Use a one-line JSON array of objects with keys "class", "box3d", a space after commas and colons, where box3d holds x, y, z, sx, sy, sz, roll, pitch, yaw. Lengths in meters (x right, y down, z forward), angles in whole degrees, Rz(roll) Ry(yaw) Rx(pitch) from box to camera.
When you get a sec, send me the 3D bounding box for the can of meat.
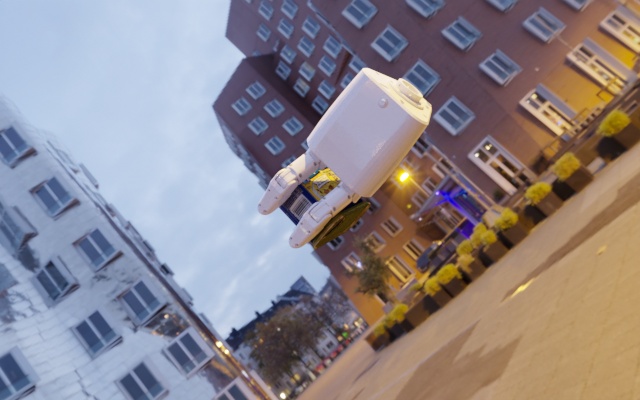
[{"class": "can of meat", "box3d": [0.000, 0.002, 0.585, 0.057, 0.084, 0.102, -52, -16, 30]}]
